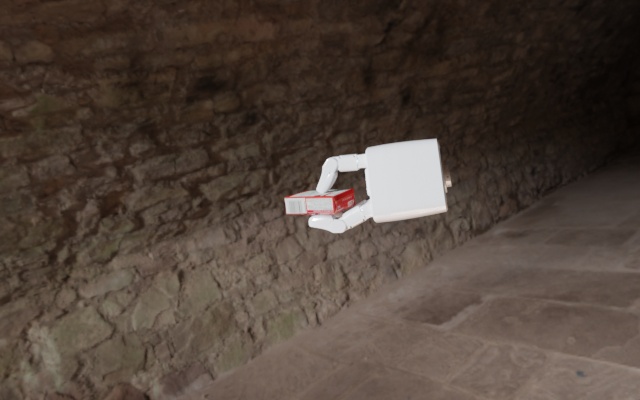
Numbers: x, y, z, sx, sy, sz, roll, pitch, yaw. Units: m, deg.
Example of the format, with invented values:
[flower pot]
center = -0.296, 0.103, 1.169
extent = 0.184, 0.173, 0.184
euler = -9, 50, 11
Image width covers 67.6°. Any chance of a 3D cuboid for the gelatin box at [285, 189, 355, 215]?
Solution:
[gelatin box]
center = 0.000, 0.002, 0.751
extent = 0.089, 0.030, 0.073
euler = -1, 9, 28
